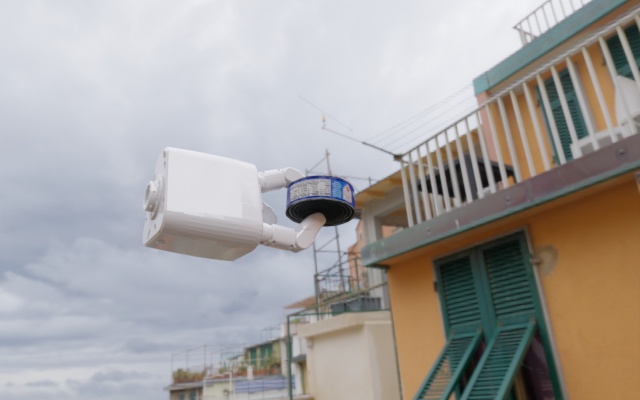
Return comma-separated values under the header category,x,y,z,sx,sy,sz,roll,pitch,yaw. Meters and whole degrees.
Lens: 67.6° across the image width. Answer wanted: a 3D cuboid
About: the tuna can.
category,x,y,z,sx,sy,sz,roll,pitch,yaw
tuna can,0.000,0.001,0.589,0.086,0.033,0.086,1,-25,0
